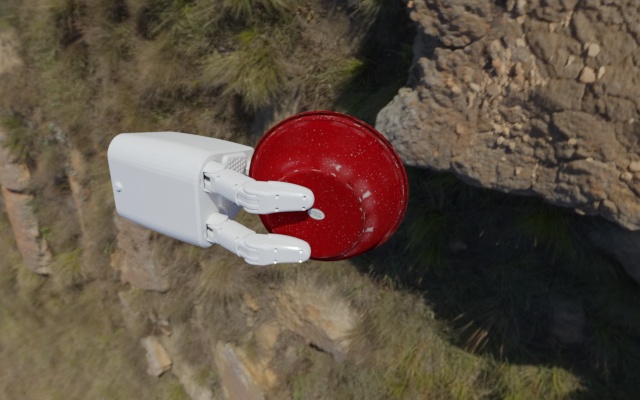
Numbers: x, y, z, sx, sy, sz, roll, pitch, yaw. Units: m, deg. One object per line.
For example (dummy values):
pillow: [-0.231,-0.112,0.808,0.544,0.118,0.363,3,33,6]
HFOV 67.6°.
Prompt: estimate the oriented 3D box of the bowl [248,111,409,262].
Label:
bowl: [0.001,0.002,0.449,0.162,0.162,0.055,0,28,14]
